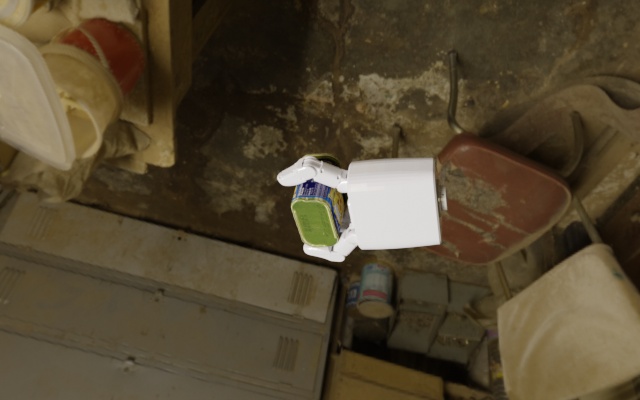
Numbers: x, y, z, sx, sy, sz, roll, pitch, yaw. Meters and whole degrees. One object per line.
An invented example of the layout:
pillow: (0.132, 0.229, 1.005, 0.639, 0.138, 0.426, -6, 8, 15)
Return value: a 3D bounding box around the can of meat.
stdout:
can of meat: (0.000, 0.002, 0.648, 0.057, 0.084, 0.102, -1, -43, 15)
